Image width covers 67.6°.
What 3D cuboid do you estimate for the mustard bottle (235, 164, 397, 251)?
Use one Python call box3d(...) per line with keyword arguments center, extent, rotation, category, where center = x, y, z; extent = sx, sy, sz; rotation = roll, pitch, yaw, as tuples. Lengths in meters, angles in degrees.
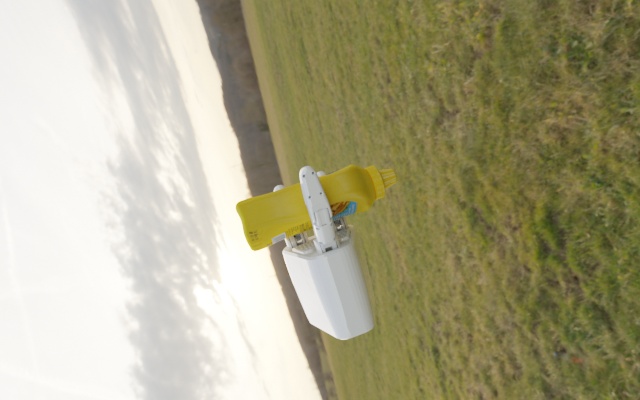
box3d(center=(0.000, 0.002, 0.565), extent=(0.191, 0.058, 0.096), rotation=(-19, -16, -7), category="mustard bottle")
